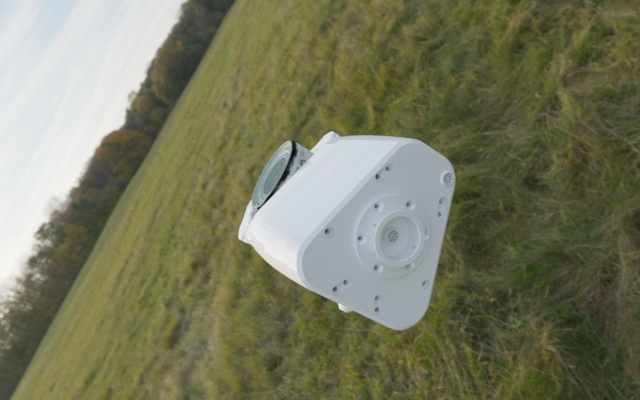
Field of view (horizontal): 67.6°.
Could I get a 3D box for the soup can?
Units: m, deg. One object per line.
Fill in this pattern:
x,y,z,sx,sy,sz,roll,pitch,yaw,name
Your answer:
0.000,0.001,0.416,0.102,0.068,0.068,29,-11,-20,soup can
